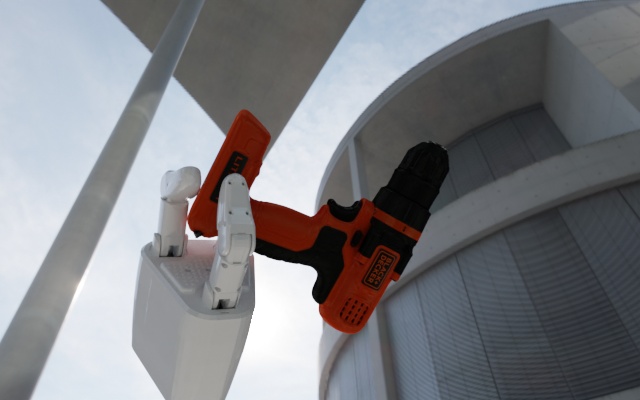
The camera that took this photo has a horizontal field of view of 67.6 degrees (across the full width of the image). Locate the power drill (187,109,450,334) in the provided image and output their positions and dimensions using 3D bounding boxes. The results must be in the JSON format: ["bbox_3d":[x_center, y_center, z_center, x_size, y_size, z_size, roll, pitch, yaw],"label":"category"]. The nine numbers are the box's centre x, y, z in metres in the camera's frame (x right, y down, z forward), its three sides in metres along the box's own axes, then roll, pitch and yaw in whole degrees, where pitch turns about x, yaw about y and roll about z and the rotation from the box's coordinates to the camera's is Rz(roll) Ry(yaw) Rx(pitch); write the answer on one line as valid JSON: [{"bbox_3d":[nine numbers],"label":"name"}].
[{"bbox_3d":[0.000,0.001,0.401,0.188,0.184,0.057,28,2,-13],"label":"power drill"}]
